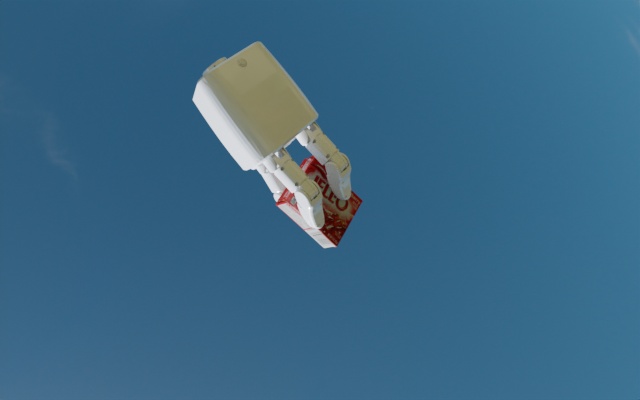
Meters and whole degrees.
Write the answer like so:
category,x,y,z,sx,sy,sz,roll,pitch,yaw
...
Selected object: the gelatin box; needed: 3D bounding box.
category,x,y,z,sx,sy,sz,roll,pitch,yaw
gelatin box,0.000,0.002,0.573,0.089,0.073,0.030,44,-30,-22
